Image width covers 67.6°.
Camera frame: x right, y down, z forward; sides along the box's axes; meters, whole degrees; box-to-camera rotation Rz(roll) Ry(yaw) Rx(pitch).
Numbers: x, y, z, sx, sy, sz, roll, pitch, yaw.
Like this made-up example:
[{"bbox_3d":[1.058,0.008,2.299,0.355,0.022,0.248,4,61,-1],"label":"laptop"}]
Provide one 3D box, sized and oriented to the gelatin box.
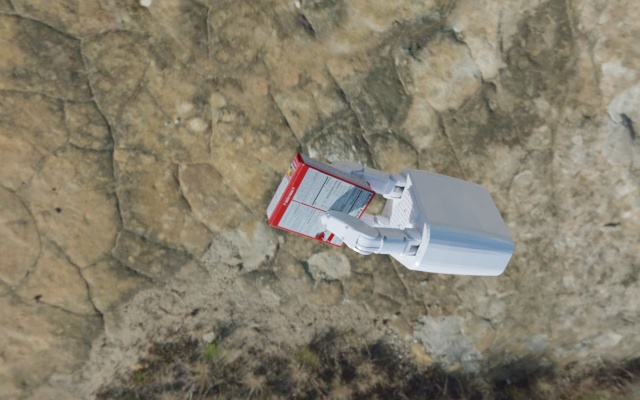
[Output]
[{"bbox_3d":[0.000,0.002,0.485,0.089,0.073,0.030,20,22,-26],"label":"gelatin box"}]
